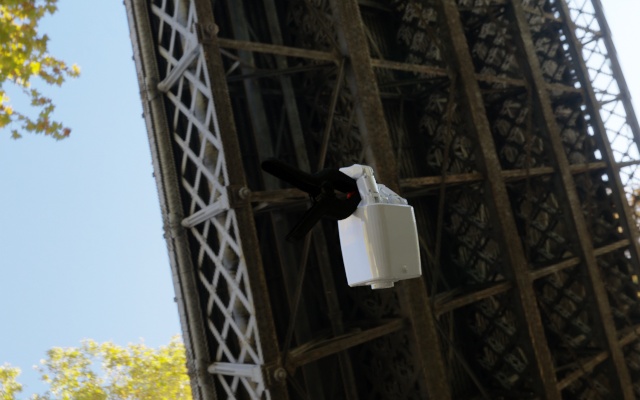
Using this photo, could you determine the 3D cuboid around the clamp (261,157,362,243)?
[{"bbox_3d":[0.000,0.002,0.665,0.171,0.120,0.039,3,-20,-36],"label":"clamp"}]
